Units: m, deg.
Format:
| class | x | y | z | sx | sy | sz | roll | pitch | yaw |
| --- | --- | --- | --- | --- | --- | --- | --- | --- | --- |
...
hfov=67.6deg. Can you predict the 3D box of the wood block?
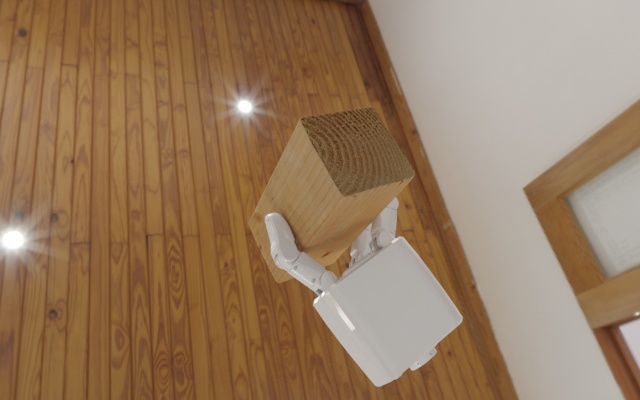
| class | x | y | z | sx | sy | sz | roll | pitch | yaw |
| --- | --- | --- | --- | --- | --- | --- | --- | --- | --- |
| wood block | 0.000 | 0.002 | 0.525 | 0.091 | 0.090 | 0.206 | -16 | -23 | -31 |
